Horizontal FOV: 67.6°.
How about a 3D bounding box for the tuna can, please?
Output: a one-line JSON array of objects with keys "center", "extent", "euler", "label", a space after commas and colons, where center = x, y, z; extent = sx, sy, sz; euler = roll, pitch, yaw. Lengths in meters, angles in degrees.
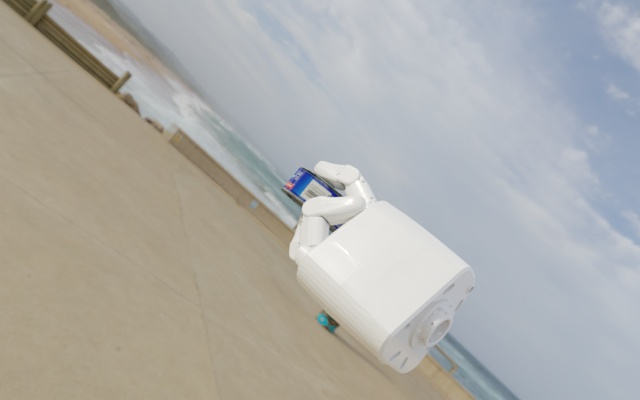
[{"center": [0.000, 0.001, 0.526], "extent": [0.086, 0.034, 0.086], "euler": [39, -5, 4], "label": "tuna can"}]
